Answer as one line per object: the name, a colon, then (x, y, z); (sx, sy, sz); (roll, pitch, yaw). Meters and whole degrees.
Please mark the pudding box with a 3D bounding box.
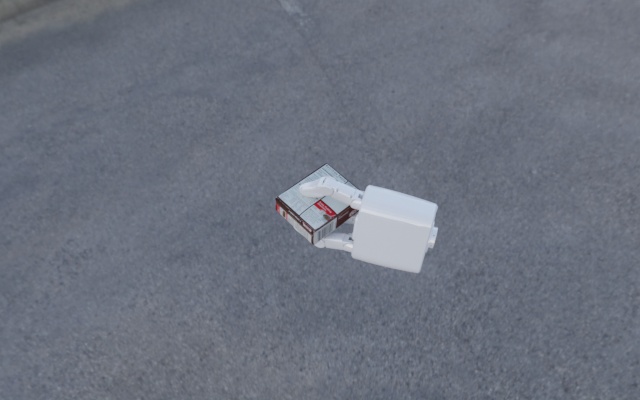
pudding box: (0.000, 0.002, 0.742); (0.113, 0.039, 0.090); (-35, 61, -29)
